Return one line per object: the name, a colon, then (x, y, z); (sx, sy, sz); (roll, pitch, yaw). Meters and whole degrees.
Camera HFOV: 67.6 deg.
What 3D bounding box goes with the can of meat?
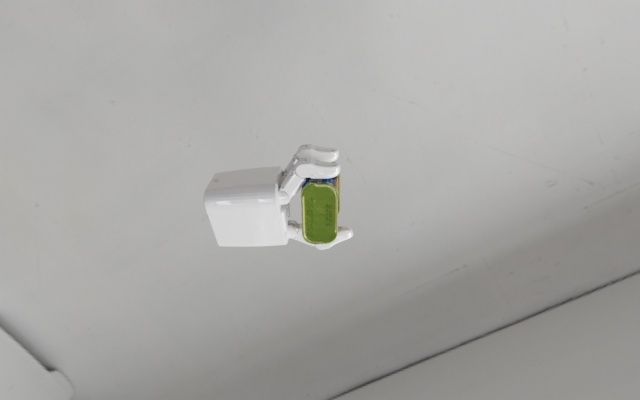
can of meat: (0.000, 0.003, 0.697); (0.057, 0.102, 0.084); (0, 26, 2)
